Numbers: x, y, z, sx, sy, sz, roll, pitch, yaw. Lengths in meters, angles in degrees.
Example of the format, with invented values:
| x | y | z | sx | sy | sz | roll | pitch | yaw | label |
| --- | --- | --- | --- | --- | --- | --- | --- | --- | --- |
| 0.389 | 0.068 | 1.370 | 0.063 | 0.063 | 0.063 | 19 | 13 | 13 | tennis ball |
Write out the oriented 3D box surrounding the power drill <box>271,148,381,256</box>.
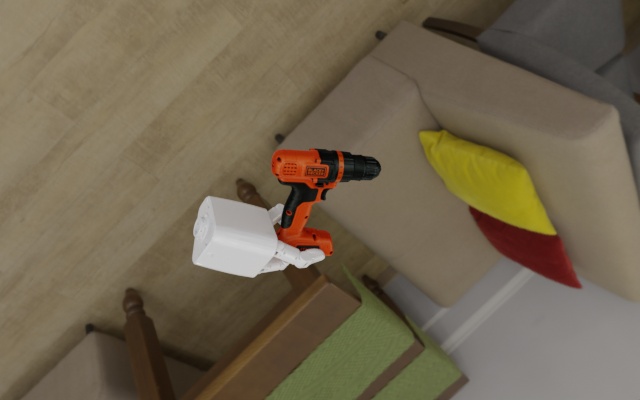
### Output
| x | y | z | sx | sy | sz | roll | pitch | yaw | label |
| --- | --- | --- | --- | --- | --- | --- | --- | --- | --- |
| 0.000 | 0.003 | 0.805 | 0.184 | 0.188 | 0.057 | 3 | 26 | -16 | power drill |
